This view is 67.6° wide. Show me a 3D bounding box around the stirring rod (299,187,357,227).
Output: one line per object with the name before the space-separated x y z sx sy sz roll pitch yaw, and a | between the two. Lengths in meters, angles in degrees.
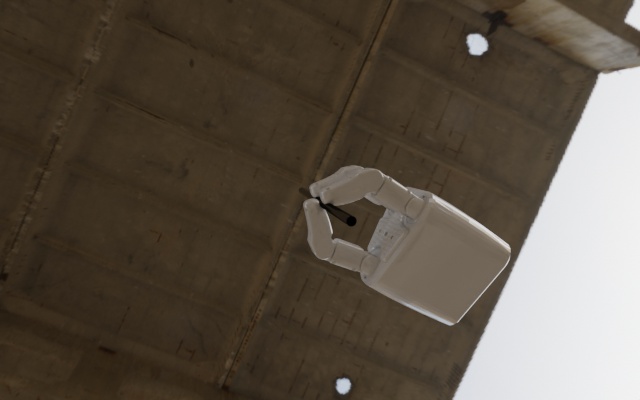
stirring rod | 0.000 0.002 0.475 0.011 0.011 0.239 0 7 -11
